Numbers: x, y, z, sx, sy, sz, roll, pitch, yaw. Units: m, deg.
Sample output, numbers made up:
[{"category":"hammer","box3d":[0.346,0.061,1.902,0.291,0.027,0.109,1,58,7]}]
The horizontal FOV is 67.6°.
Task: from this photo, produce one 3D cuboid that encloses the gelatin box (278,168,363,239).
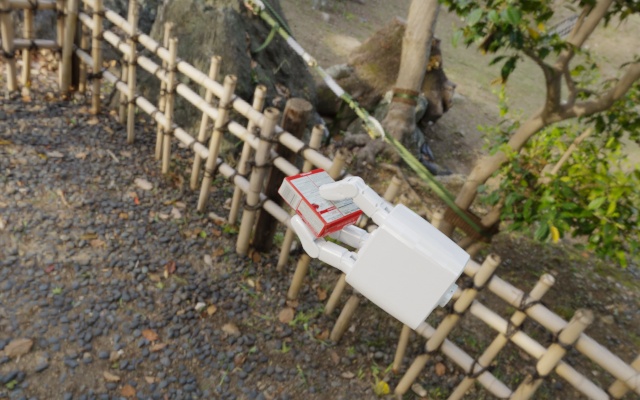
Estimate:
[{"category":"gelatin box","box3d":[0.000,0.001,0.623,0.073,0.089,0.030,-19,-31,-45]}]
